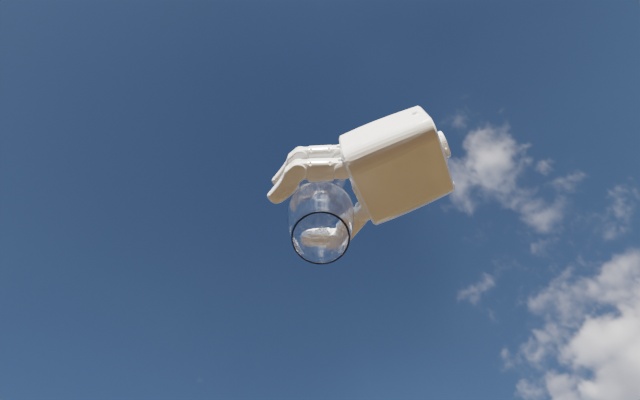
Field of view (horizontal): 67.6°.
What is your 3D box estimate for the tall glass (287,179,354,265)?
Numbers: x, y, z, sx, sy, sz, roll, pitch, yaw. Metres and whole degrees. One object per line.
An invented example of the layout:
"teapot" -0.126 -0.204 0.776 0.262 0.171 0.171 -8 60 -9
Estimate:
"tall glass" 0.000 0.002 0.585 0.079 0.079 0.201 0 22 0
